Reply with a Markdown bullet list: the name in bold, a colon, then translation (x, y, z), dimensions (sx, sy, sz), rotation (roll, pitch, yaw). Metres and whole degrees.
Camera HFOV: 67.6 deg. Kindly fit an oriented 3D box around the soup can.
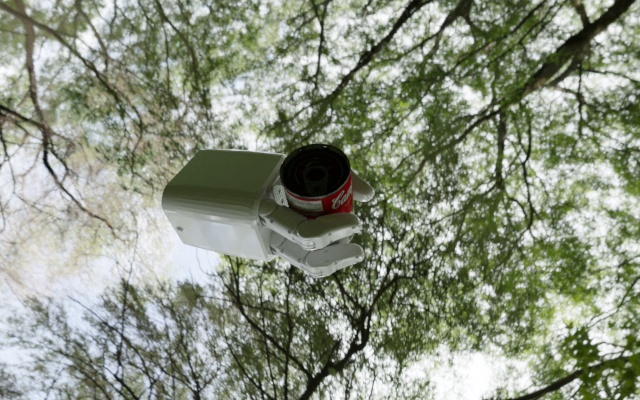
- **soup can**: translation (0.001, 0.002, 0.488), dimensions (0.068, 0.068, 0.102), rotation (0, -38, 8)
